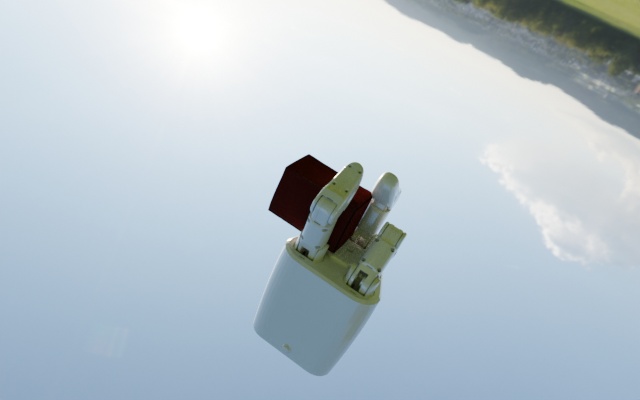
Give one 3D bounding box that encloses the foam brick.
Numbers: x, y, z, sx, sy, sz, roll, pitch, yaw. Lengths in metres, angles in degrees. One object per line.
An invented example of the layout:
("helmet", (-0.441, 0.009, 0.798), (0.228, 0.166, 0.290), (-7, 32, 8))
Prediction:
("foam brick", (0.000, 0.001, 0.452), (0.078, 0.051, 0.053), (33, 28, 13))
